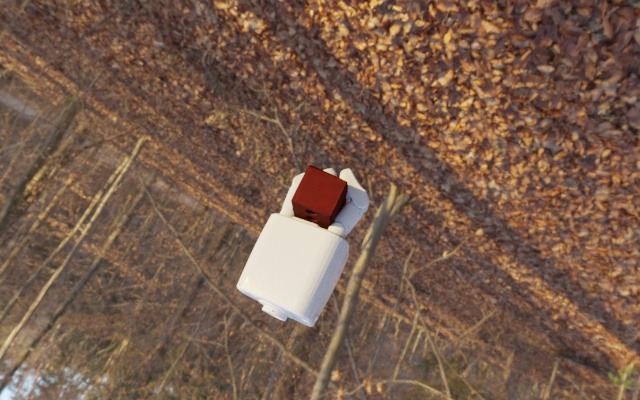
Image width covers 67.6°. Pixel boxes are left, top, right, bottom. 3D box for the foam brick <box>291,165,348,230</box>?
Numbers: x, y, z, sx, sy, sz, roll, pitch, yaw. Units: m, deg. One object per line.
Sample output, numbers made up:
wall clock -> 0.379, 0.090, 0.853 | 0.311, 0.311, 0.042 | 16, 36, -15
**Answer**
foam brick -> 0.000, 0.002, 0.594 | 0.053, 0.051, 0.078 | 24, -18, 11
